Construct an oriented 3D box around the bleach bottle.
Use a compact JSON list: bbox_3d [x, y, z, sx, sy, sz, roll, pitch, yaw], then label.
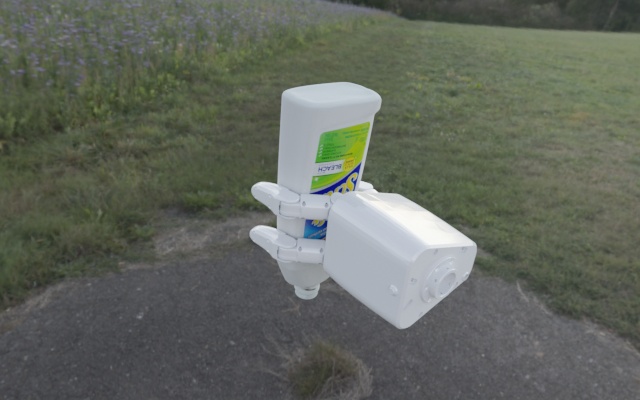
[{"bbox_3d":[0.000,0.002,0.535,0.102,0.251,0.068,-16,35,-34],"label":"bleach bottle"}]
